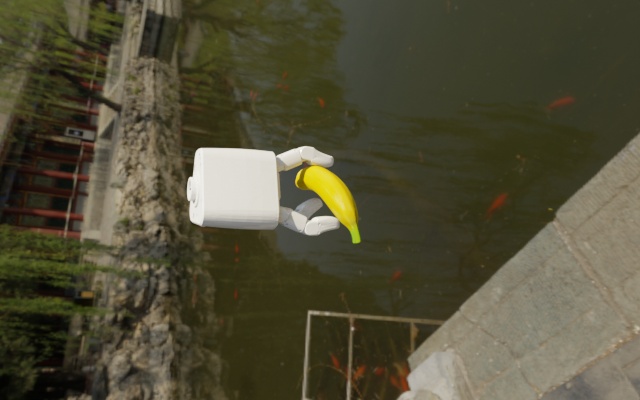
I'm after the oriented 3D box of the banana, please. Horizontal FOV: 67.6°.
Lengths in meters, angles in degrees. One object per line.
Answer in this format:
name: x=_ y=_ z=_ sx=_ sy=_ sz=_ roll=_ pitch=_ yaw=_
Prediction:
banana: x=0.004 y=-0.013 z=0.695 sx=0.037 sy=0.070 sz=0.197 roll=-4 pitch=28 yaw=-25
